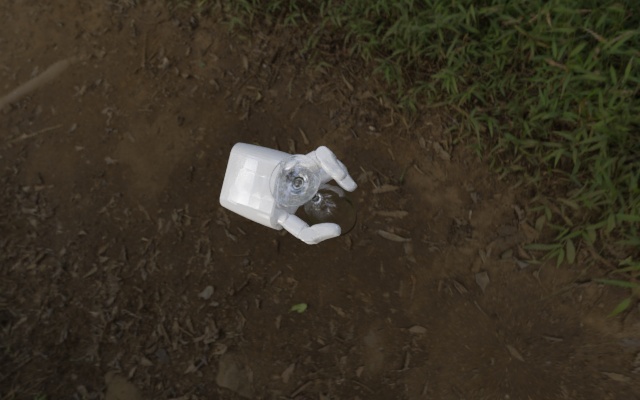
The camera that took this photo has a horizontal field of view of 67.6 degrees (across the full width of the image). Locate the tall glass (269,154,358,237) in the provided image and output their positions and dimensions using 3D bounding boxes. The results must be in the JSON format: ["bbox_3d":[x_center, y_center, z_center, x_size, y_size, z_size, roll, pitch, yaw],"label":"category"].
[{"bbox_3d":[0.000,0.002,0.719,0.079,0.079,0.201,0,-17,22],"label":"tall glass"}]
